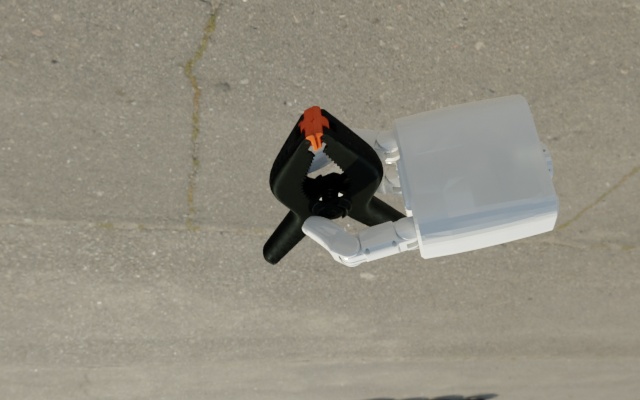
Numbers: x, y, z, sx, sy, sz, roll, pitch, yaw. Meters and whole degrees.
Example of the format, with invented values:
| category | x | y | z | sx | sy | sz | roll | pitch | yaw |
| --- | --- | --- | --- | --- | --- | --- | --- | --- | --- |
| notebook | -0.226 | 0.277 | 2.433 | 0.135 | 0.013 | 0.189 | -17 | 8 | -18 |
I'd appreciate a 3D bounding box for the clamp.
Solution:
| category | x | y | z | sx | sy | sz | roll | pitch | yaw |
| --- | --- | --- | --- | --- | --- | --- | --- | --- | --- |
| clamp | 0.000 | 0.002 | 0.426 | 0.164 | 0.036 | 0.210 | -13 | -34 | 9 |
